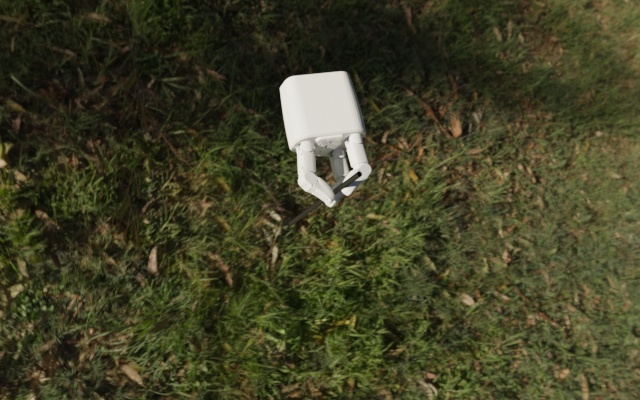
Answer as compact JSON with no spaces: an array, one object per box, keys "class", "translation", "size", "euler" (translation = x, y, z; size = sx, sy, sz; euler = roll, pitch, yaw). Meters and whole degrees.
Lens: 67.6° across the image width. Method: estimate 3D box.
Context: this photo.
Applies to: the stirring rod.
[{"class":"stirring rod","translation":[0.000,0.002,0.743],"size":[0.011,0.011,0.239],"euler":[0,-19,-27]}]
